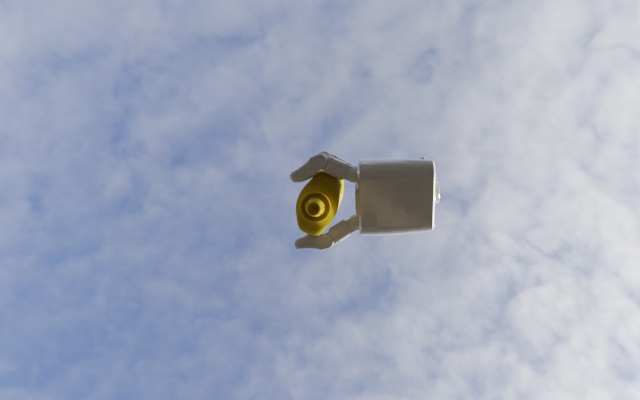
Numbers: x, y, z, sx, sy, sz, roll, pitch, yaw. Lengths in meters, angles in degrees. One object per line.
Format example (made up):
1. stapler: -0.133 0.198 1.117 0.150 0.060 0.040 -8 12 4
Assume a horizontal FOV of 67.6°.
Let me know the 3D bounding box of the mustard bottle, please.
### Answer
1. mustard bottle: 0.000 0.002 0.708 0.058 0.096 0.191 22 7 2
